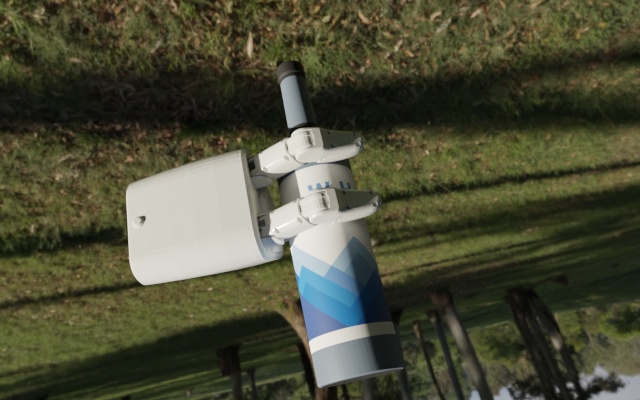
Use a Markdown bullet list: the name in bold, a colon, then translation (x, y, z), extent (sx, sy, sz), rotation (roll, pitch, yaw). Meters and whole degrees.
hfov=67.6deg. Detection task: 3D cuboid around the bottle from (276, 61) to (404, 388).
- **bottle**: translation (0.000, 0.002, 0.415), extent (0.069, 0.295, 0.069), rotation (-11, -24, -5)
